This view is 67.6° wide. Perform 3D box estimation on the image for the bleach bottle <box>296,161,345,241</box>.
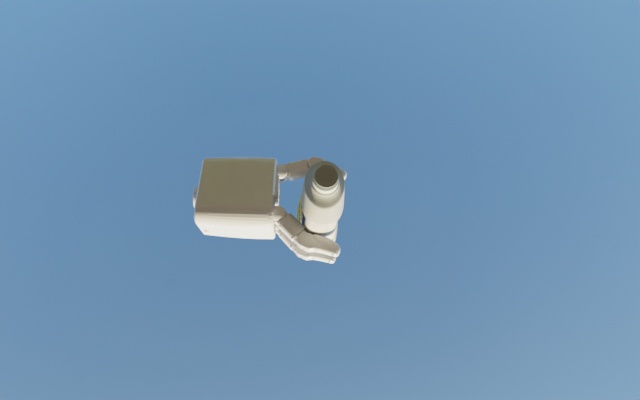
[{"bbox_3d":[0.000,0.002,0.668,0.068,0.102,0.251,2,-18,-3],"label":"bleach bottle"}]
